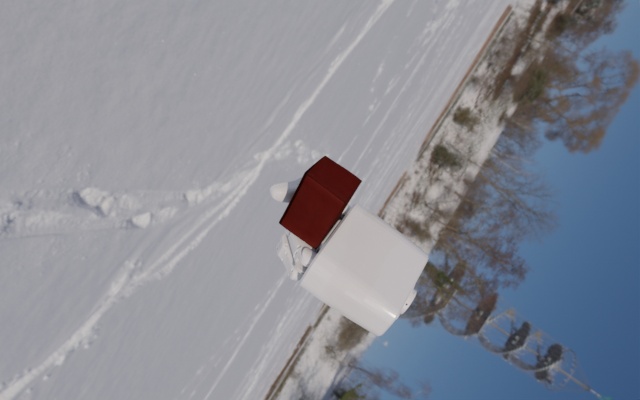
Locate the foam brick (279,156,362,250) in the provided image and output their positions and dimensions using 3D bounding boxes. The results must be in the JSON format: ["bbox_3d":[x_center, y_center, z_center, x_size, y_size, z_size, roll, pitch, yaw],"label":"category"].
[{"bbox_3d":[0.000,0.001,0.516,0.051,0.078,0.053,35,38,7],"label":"foam brick"}]
